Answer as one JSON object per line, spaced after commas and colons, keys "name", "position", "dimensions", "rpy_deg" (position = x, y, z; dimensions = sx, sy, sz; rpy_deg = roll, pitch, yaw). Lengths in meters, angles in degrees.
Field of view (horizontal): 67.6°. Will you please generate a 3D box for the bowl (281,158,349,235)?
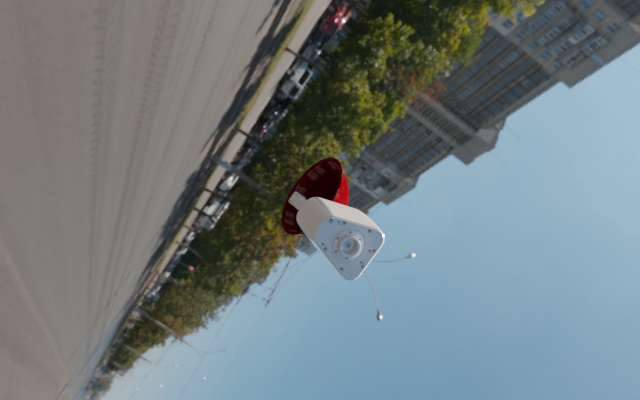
{"name": "bowl", "position": [0.000, 0.002, 0.878], "dimensions": [0.055, 0.162, 0.162], "rpy_deg": [34, -19, -29]}
